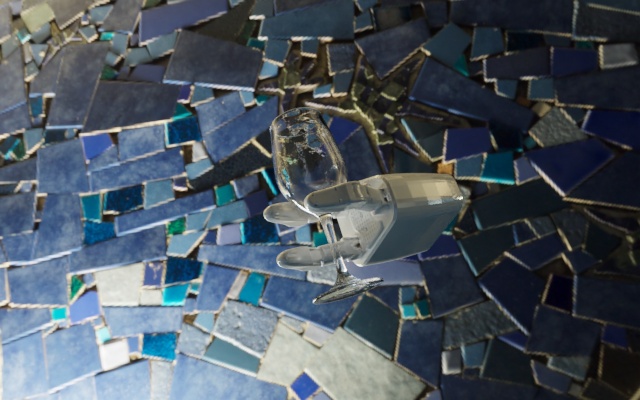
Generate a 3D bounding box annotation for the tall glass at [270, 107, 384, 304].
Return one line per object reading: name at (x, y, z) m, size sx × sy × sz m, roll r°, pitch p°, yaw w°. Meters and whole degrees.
tall glass at (0.000, 0.002, 0.507) m, size 0.079 × 0.201 × 0.079 m, roll -16°, pitch -19°, yaw -6°
